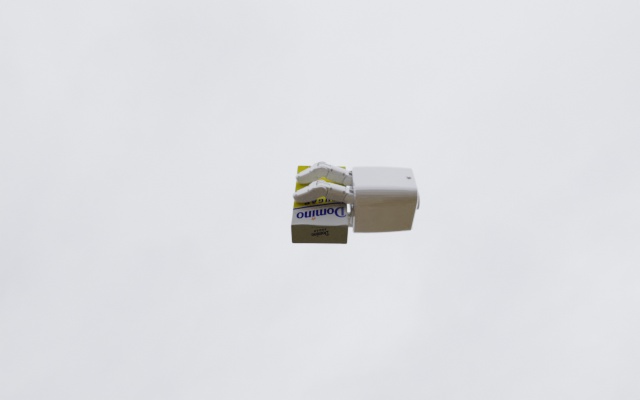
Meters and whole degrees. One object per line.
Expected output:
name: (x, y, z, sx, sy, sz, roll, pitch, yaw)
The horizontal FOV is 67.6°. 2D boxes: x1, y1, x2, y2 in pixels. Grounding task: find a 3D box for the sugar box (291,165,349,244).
sugar box: (0.000, 0.002, 0.825, 0.093, 0.048, 0.176, 0, 34, 0)
